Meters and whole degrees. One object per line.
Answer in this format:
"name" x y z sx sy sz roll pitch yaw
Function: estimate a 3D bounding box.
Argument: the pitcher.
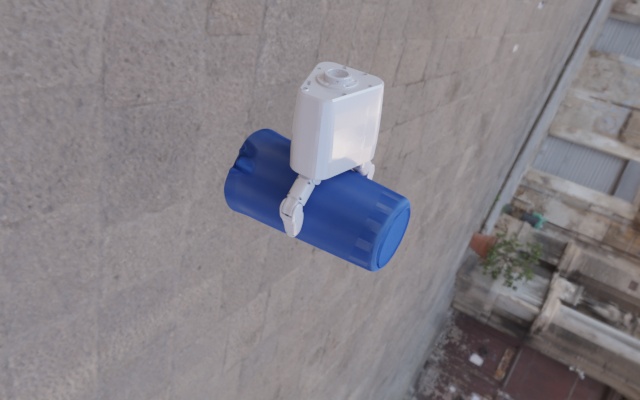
"pitcher" 0.000 0.002 0.677 0.243 0.145 0.149 26 42 23
